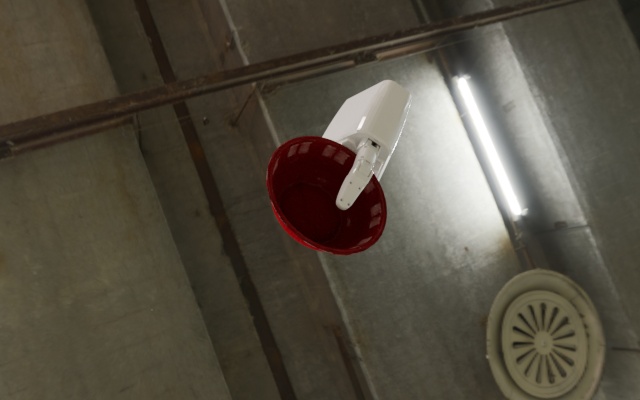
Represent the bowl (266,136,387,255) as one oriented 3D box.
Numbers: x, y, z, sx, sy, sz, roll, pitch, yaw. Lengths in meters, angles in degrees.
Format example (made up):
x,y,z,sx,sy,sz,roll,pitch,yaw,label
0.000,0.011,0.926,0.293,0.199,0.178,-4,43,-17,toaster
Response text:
x,y,z,sx,sy,sz,roll,pitch,yaw,label
-0.001,0.003,0.585,0.162,0.162,0.055,0,-29,-32,bowl
